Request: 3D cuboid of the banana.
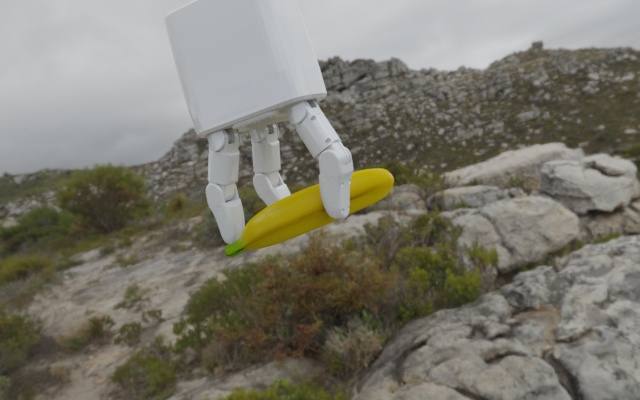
[{"bbox_3d":[0.006,0.001,0.447,0.198,0.037,0.069,-21,4,-28],"label":"banana"}]
